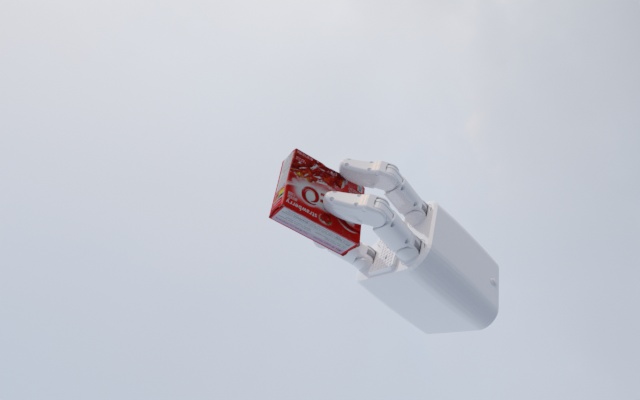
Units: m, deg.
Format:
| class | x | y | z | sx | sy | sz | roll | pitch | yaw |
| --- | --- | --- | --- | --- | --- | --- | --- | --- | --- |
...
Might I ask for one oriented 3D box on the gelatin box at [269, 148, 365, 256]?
| class | x | y | z | sx | sy | sz | roll | pitch | yaw |
| --- | --- | --- | --- | --- | --- | --- | --- | --- | --- |
| gelatin box | 0.000 | 0.002 | 0.461 | 0.089 | 0.073 | 0.030 | 29 | -43 | -21 |
